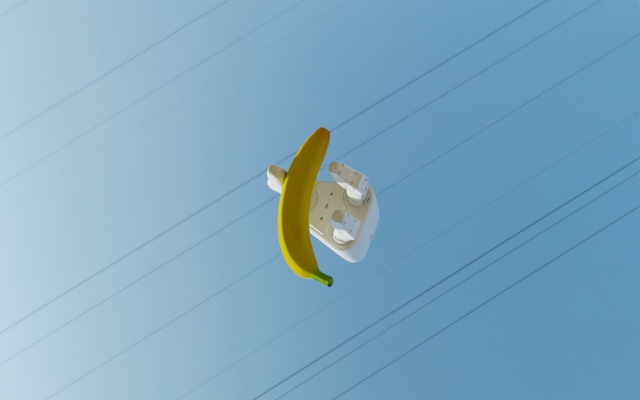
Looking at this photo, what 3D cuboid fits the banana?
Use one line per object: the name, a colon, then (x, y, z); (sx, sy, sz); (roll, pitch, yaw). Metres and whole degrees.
banana: (-0.018, 0.007, 0.565); (0.069, 0.197, 0.037); (-8, -21, 16)
